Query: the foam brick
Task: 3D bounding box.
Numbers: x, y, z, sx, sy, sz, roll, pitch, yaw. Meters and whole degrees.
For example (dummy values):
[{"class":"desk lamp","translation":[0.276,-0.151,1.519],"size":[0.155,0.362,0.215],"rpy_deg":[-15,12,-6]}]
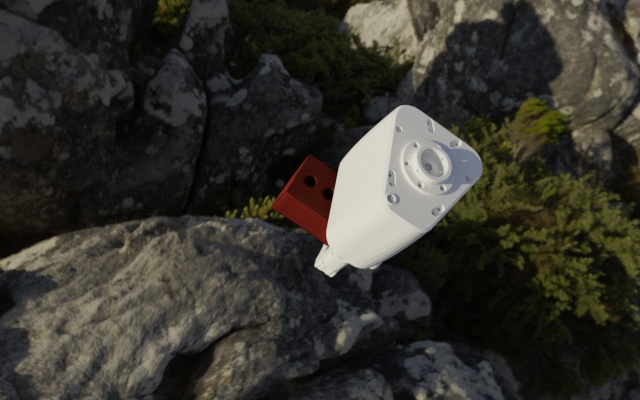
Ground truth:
[{"class":"foam brick","translation":[0.000,0.002,0.486],"size":[0.078,0.053,0.051],"rpy_deg":[34,-29,-6]}]
